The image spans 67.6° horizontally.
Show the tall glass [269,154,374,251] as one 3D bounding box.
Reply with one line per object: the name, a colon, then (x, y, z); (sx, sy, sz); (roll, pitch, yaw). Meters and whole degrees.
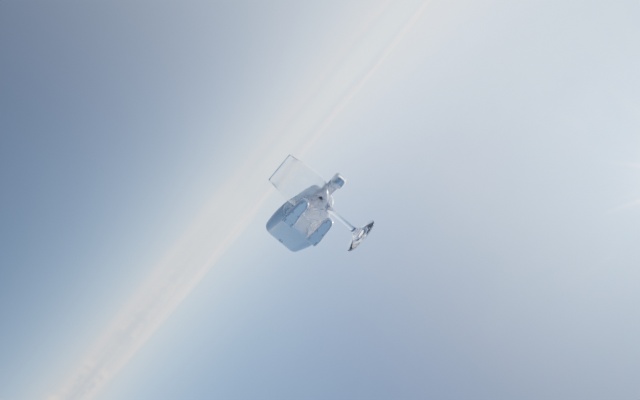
tall glass: (0.001, 0.003, 0.881); (0.201, 0.079, 0.079); (40, -6, -8)
